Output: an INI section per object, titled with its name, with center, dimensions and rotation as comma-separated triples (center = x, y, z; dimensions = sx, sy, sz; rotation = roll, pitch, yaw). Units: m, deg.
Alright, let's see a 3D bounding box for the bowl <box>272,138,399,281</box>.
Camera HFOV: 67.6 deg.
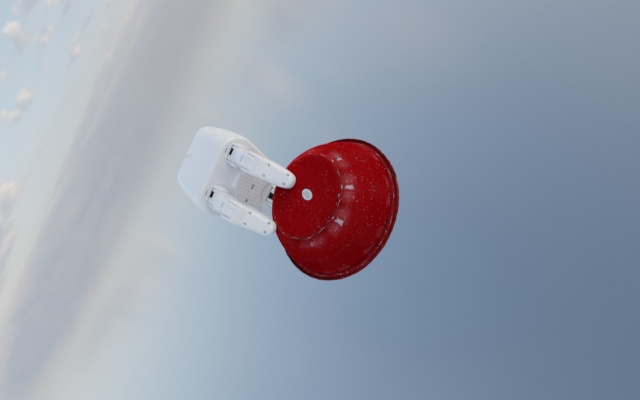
[bowl]
center = 0.001, 0.002, 0.508
dimensions = 0.162, 0.162, 0.055
rotation = 0, -14, 38
